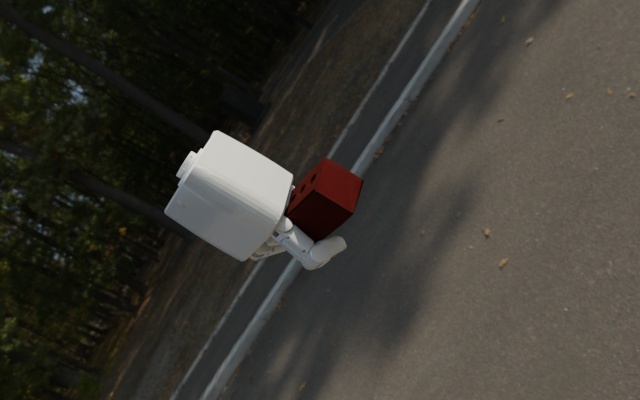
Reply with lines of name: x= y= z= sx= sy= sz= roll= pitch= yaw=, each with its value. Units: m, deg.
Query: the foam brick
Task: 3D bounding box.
foam brick: x=0.000 y=0.002 z=0.519 sx=0.051 sy=0.053 sz=0.078 roll=33 pitch=-44 yaw=-14
